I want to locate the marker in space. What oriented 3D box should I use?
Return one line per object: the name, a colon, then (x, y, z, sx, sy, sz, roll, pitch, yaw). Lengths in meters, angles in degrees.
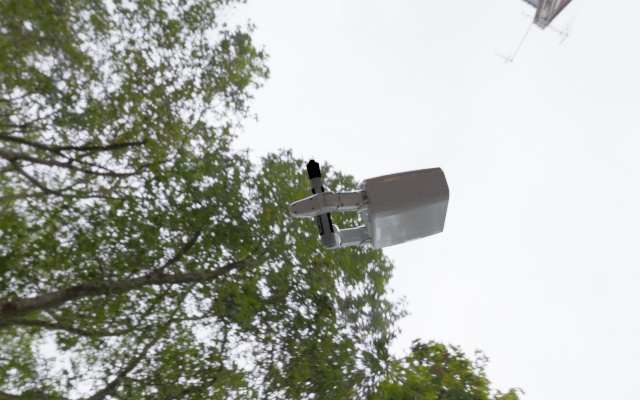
marker: (0.000, 0.002, 0.619, 0.020, 0.121, 0.020, -10, -20, -4)
